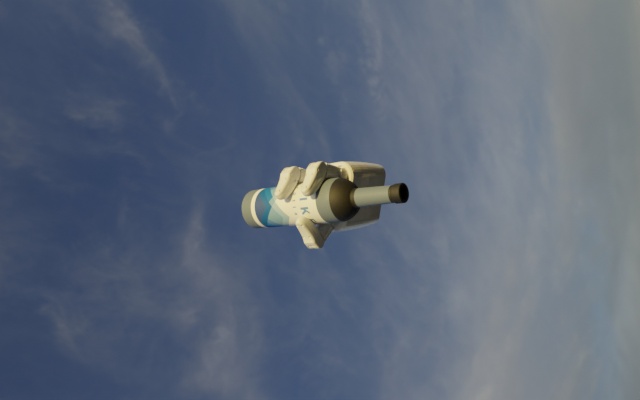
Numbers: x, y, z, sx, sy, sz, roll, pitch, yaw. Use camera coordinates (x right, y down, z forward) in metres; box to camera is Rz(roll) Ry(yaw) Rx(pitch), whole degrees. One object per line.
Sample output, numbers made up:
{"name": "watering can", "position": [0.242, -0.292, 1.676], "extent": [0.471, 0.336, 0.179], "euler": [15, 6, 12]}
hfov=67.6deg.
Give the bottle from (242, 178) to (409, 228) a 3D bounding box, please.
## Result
{"name": "bottle", "position": [0.000, 0.002, 0.732], "extent": [0.296, 0.069, 0.069], "euler": [-6, -4, 40]}
